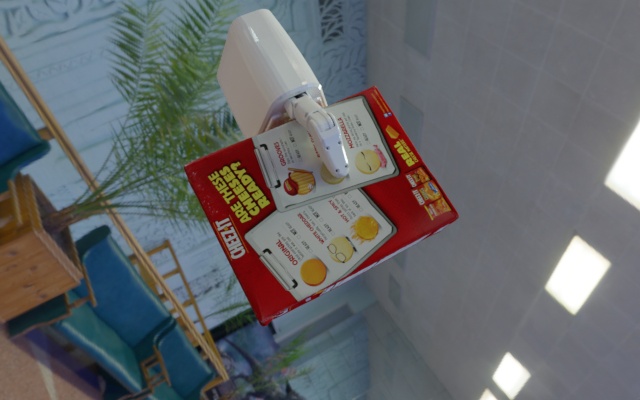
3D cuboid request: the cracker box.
[{"bbox_3d":[0.000,0.001,0.478,0.213,0.164,0.072,-26,-15,-14],"label":"cracker box"}]
